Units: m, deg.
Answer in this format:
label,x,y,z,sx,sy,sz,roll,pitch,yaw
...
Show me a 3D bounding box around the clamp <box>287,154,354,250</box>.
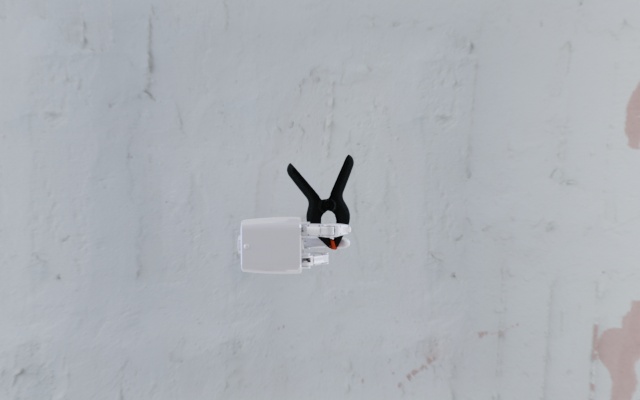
label,x,y,z,sx,sy,sz,roll,pitch,yaw
clamp,0.000,0.003,0.858,0.120,0.171,0.039,0,0,-1
